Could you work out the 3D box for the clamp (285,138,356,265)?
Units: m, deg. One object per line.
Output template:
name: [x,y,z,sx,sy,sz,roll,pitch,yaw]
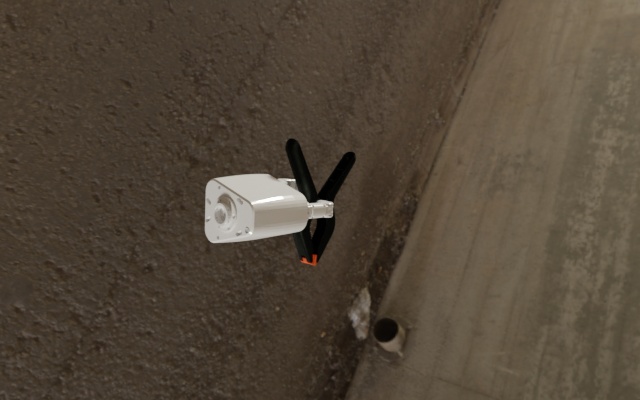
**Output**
clamp: [0.001,0.003,0.813,0.036,0.210,0.164,10,10,43]
